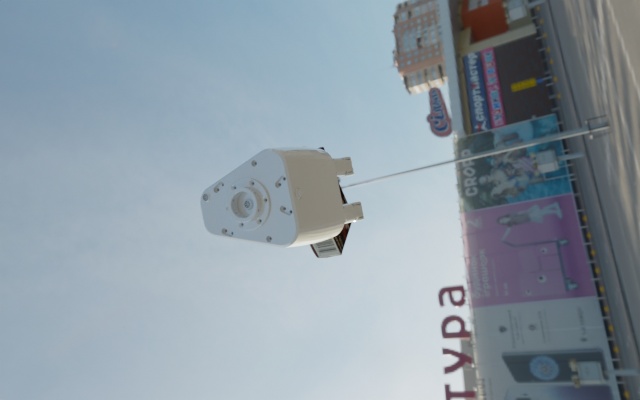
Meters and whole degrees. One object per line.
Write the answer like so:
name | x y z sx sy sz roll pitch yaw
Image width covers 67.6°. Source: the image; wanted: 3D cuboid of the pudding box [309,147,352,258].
pudding box | 0.000 0.002 0.600 0.039 0.113 0.090 -12 26 22
